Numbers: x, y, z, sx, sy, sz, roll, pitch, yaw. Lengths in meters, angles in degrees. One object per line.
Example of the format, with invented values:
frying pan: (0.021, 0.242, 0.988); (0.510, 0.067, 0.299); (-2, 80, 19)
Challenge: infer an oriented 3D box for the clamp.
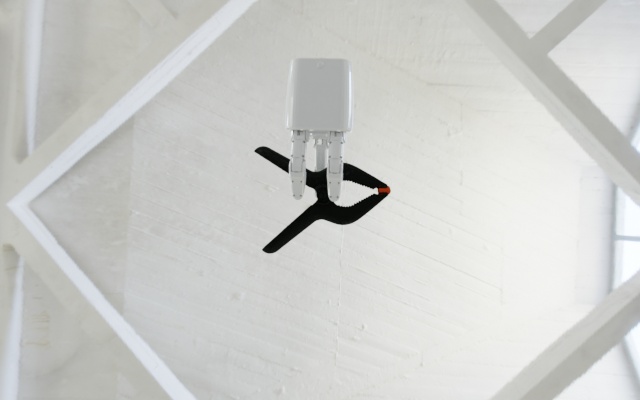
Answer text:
clamp: (0.001, 0.002, 0.729); (0.210, 0.164, 0.036); (2, 1, 3)
